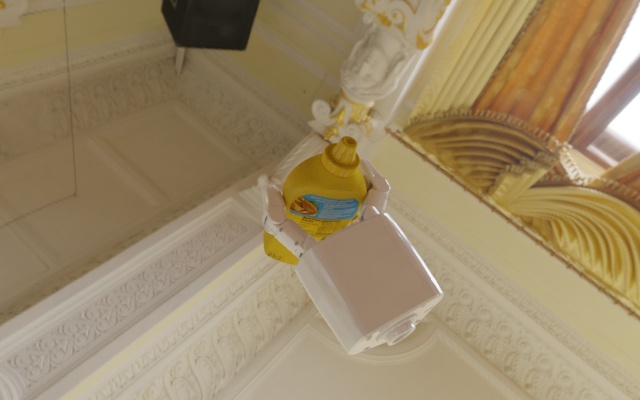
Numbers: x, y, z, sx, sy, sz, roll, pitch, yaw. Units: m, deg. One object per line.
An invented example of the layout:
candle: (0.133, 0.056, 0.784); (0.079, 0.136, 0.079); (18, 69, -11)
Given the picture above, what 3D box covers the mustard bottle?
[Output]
mustard bottle: (0.000, 0.002, 0.556); (0.096, 0.058, 0.192); (7, -43, -19)
